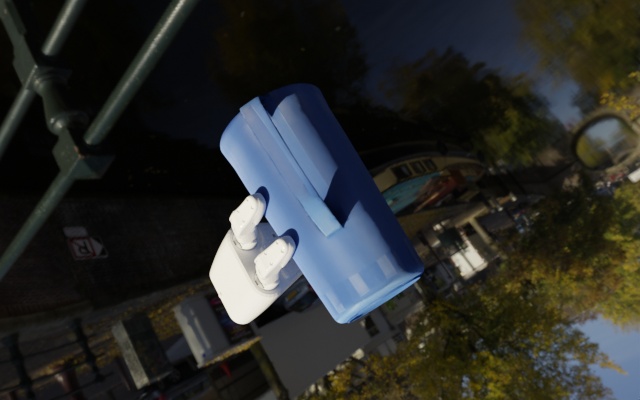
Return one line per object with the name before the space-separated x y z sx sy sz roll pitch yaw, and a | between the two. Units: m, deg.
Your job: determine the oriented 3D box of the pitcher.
pitcher | 0.000 0.002 0.510 0.149 0.242 0.145 -19 -21 -39
